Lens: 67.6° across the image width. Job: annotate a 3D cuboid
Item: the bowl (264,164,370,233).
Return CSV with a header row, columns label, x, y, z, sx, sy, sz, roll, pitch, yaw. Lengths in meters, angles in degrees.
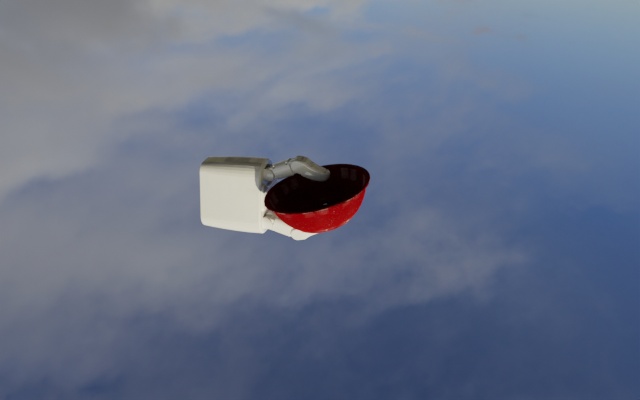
label,x,y,z,sx,sy,sz,roll,pitch,yaw
bowl,0.001,0.003,0.714,0.162,0.055,0.162,-13,24,6
